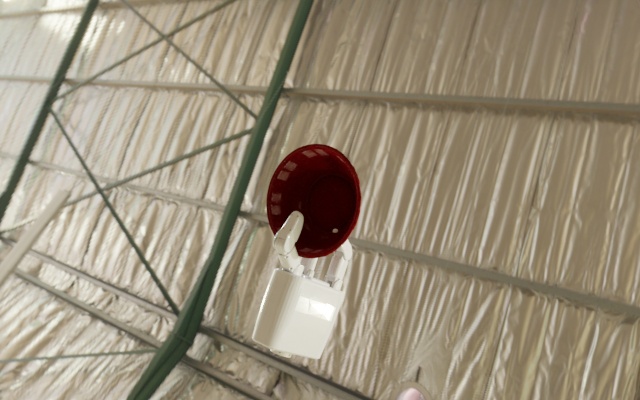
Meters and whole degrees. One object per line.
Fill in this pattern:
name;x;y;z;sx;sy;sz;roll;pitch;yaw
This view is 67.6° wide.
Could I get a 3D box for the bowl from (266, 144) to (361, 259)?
bowl;0.001;0.001;0.688;0.162;0.162;0.055;0;-4;34
